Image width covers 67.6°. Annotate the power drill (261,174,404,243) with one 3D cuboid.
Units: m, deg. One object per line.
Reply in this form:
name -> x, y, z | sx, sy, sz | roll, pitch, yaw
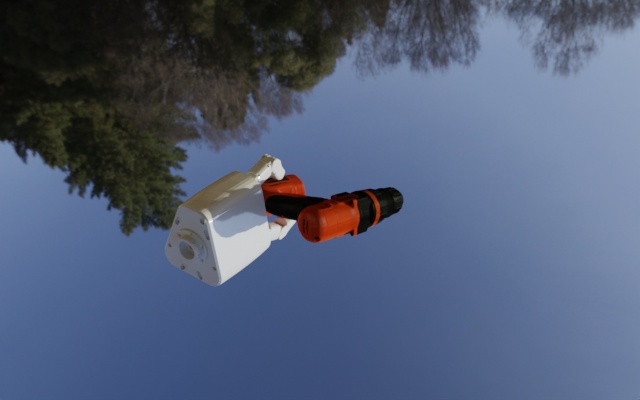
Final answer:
power drill -> 0.000, 0.002, 0.678 | 0.184, 0.057, 0.187 | -13, 17, -43
